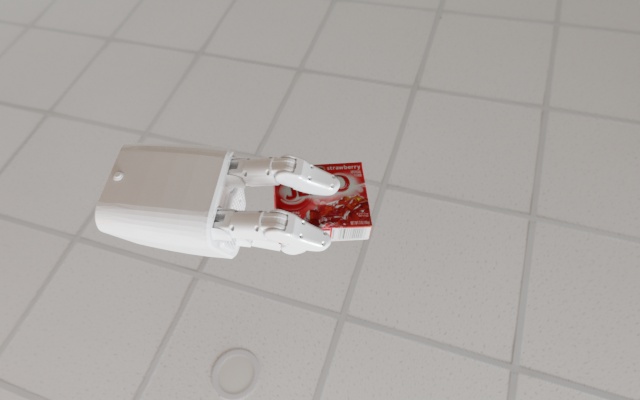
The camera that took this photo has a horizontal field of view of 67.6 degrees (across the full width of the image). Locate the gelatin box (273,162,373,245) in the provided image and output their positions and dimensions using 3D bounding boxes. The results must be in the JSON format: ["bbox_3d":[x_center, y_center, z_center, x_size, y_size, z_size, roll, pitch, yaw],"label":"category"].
[{"bbox_3d":[0.000,0.002,0.456,0.089,0.073,0.030,-3,-32,-6],"label":"gelatin box"}]
